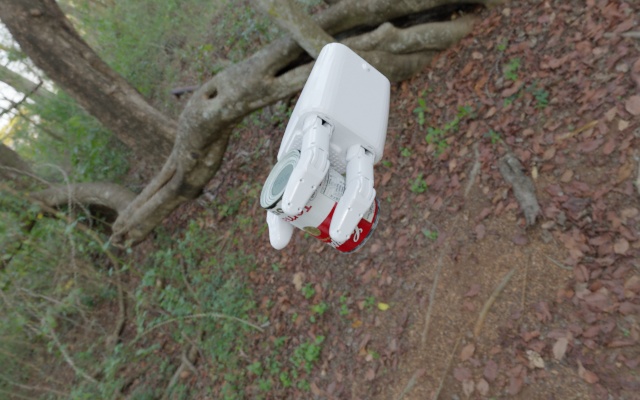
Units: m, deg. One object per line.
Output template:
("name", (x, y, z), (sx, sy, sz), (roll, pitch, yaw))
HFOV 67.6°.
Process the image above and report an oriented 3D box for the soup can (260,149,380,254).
("soup can", (0.000, 0.002, 0.479), (0.102, 0.068, 0.068), (31, -14, -24))
